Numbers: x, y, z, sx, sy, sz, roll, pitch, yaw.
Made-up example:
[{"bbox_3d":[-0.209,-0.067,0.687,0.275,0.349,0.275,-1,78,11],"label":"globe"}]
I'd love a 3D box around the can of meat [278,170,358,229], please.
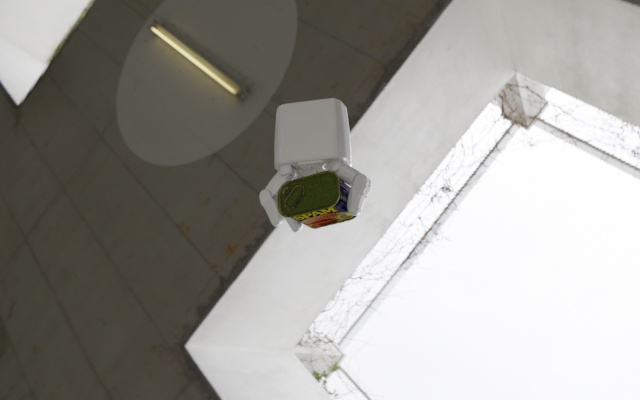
[{"bbox_3d":[0.000,0.003,0.726,0.102,0.057,0.084,-14,-23,24],"label":"can of meat"}]
